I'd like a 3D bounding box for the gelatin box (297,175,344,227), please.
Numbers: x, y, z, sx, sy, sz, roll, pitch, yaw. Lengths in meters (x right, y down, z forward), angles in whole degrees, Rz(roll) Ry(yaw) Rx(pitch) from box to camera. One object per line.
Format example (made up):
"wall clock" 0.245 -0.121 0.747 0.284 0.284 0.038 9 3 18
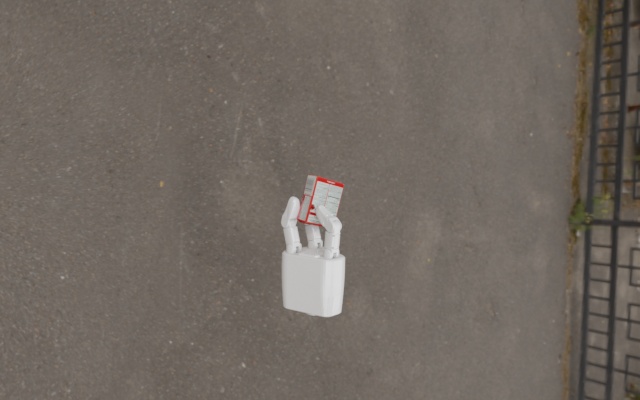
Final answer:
"gelatin box" 0.001 0.003 0.885 0.073 0.089 0.030 13 1 -43
